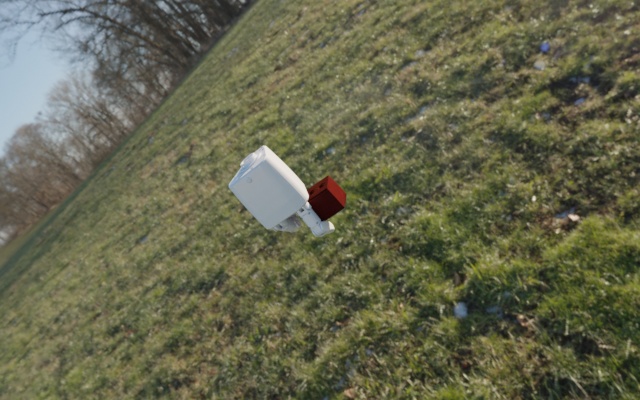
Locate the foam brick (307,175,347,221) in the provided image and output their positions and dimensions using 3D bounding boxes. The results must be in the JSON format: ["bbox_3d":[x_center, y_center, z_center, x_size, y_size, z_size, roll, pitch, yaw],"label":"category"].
[{"bbox_3d":[0.000,0.003,0.857,0.078,0.051,0.053,-34,21,21],"label":"foam brick"}]
